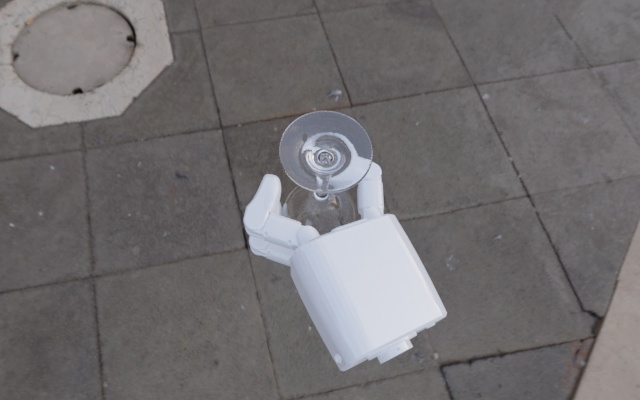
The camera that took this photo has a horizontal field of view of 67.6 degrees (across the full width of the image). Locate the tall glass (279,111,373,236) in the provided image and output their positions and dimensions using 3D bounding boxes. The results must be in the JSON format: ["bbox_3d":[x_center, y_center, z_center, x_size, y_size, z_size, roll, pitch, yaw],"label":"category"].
[{"bbox_3d":[0.000,0.001,0.464,0.079,0.079,0.201,0,-24,-3],"label":"tall glass"}]
